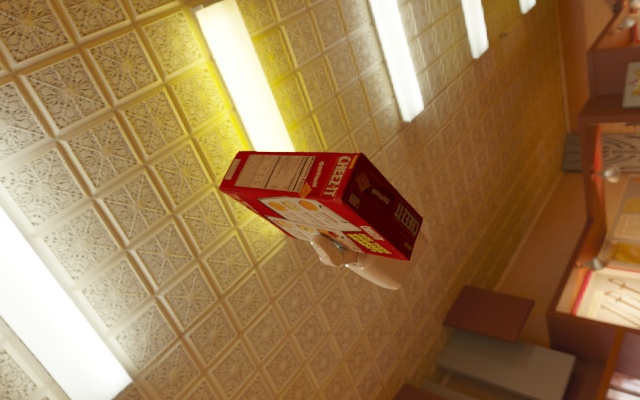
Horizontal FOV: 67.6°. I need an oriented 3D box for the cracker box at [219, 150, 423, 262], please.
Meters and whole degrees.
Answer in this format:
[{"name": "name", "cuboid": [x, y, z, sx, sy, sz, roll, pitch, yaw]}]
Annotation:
[{"name": "cracker box", "cuboid": [0.000, 0.002, 0.622, 0.213, 0.072, 0.164, 6, -24, 42]}]
